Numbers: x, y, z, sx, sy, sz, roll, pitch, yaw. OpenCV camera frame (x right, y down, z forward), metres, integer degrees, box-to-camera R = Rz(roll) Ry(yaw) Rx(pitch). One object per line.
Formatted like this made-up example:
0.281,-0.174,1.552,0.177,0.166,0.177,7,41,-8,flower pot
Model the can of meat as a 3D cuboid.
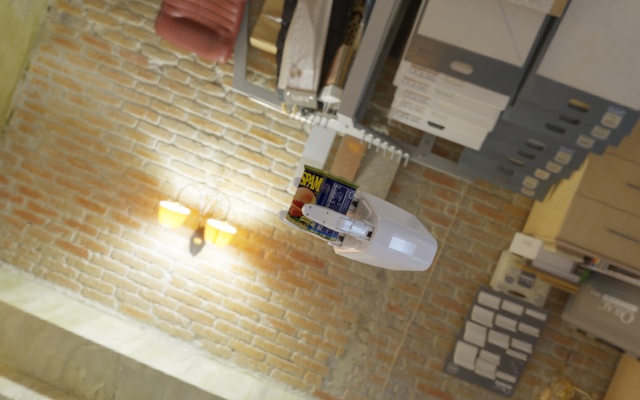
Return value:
0.000,0.002,0.662,0.057,0.084,0.102,20,2,-27,can of meat
